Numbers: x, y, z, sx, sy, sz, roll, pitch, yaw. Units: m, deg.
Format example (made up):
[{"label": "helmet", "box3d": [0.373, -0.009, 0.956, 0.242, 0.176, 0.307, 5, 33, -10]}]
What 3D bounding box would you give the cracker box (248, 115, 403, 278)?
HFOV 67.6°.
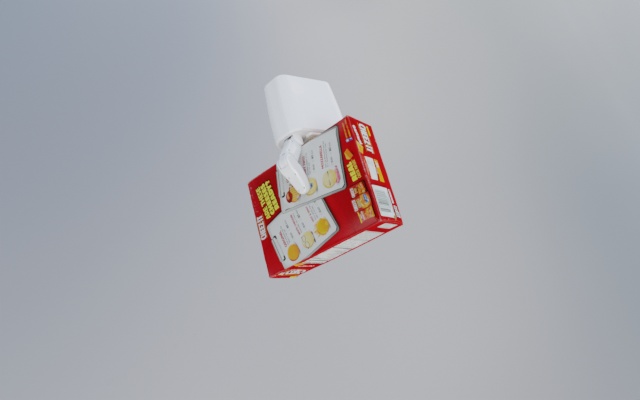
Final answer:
[{"label": "cracker box", "box3d": [0.000, 0.002, 0.707, 0.214, 0.164, 0.072, -31, -26, 33]}]
